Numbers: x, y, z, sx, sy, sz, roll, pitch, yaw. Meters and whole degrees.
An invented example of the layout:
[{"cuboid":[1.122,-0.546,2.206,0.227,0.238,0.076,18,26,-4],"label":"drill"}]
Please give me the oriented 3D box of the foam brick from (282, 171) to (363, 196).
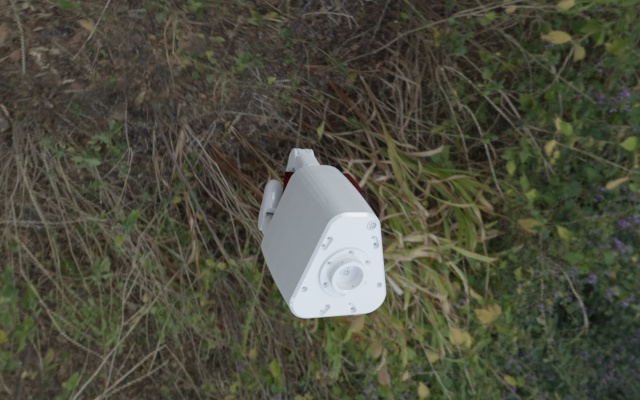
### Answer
[{"cuboid":[0.000,0.002,0.527,0.078,0.053,0.051,0,24,-20],"label":"foam brick"}]
